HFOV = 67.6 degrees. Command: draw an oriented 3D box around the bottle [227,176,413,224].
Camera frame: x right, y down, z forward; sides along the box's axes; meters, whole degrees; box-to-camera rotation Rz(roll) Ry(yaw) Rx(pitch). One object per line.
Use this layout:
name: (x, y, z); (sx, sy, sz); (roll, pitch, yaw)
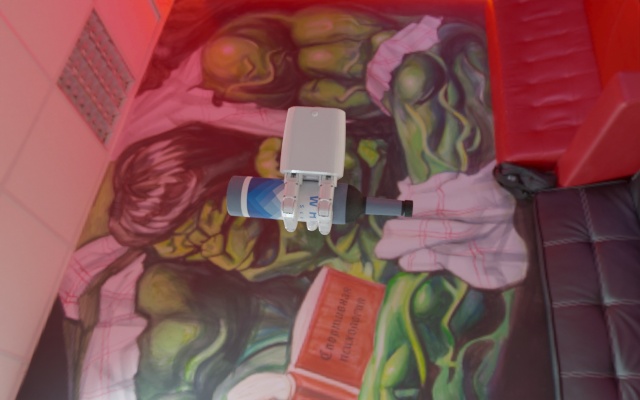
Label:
bottle: (0.000, 0.003, 0.774); (0.296, 0.069, 0.069); (4, 0, 7)
